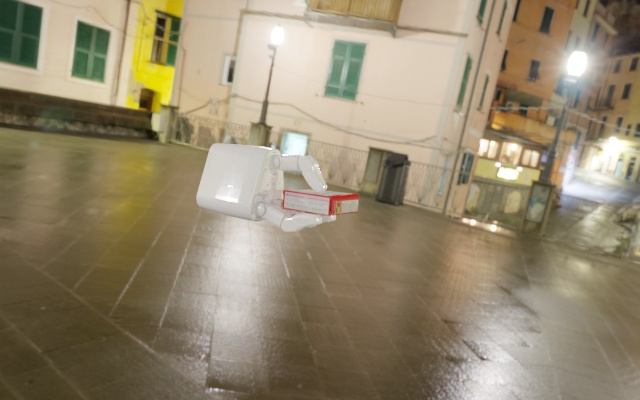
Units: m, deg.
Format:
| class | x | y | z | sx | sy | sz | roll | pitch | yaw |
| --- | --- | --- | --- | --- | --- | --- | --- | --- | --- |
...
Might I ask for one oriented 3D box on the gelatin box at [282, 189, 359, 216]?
| class | x | y | z | sx | sy | sz | roll | pitch | yaw |
| --- | --- | --- | --- | --- | --- | --- | --- | --- | --- |
| gelatin box | 0.000 | 0.002 | 0.697 | 0.089 | 0.030 | 0.073 | 7 | 7 | 36 |
